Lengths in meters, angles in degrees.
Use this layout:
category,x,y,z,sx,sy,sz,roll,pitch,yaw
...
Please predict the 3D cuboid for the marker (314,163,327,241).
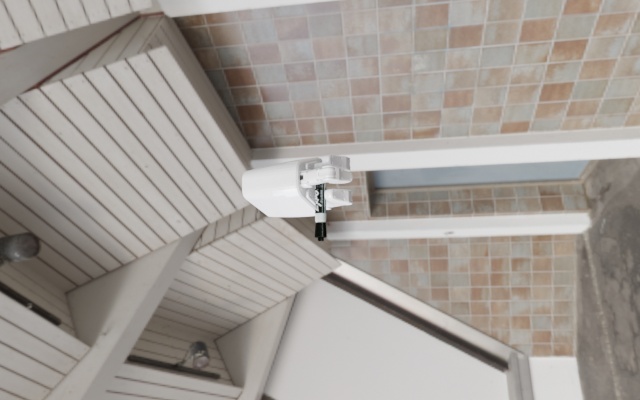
category,x,y,z,sx,sy,sz,roll,pitch,yaw
marker,0.000,0.002,0.740,0.020,0.121,0.020,0,-10,0
